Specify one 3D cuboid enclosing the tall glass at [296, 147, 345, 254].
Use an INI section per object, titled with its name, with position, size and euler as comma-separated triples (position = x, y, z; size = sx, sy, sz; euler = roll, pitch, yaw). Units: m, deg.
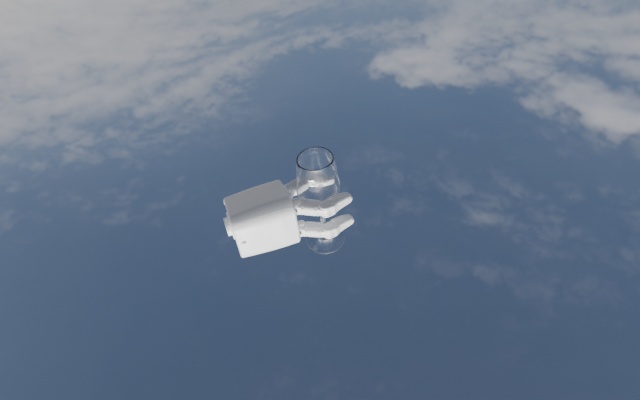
[tall glass]
position = 0.000, 0.003, 0.843
size = 0.079, 0.201, 0.079
euler = -4, 44, 4
